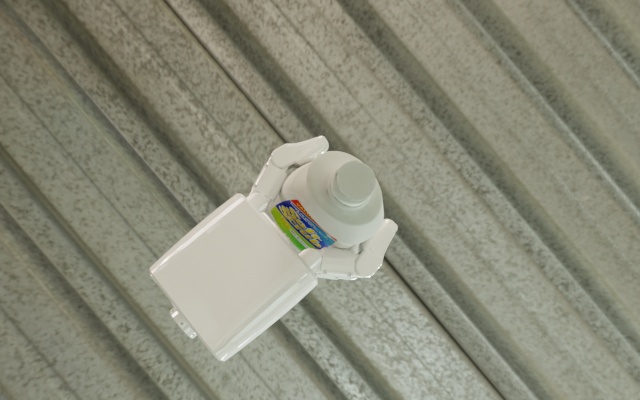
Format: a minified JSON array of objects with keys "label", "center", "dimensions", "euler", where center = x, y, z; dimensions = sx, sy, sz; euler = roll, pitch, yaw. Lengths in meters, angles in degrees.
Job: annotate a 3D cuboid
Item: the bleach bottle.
[{"label":"bleach bottle","center":[0.000,0.002,0.454],"dimensions":[0.068,0.102,0.251],"euler":[-39,-2,-13]}]
